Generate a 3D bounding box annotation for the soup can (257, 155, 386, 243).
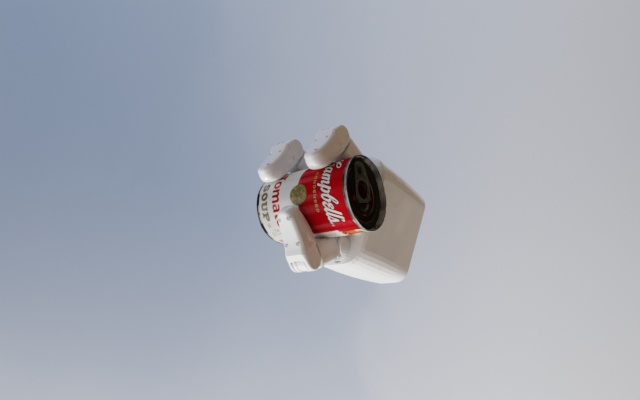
[{"bbox_3d":[0.000,0.001,0.442,0.102,0.068,0.068,-11,-7,35],"label":"soup can"}]
